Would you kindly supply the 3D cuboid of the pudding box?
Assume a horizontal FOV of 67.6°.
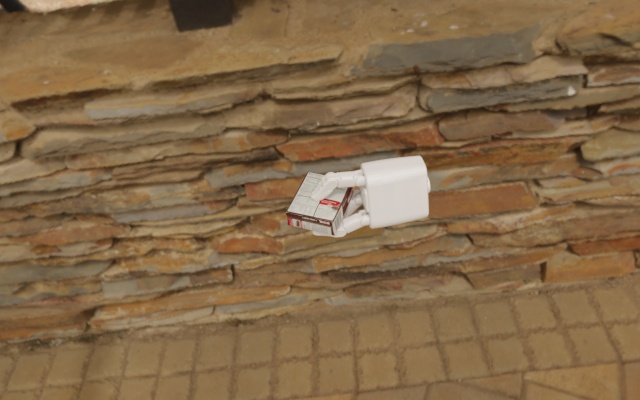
[{"bbox_3d":[0.000,0.003,0.855,0.090,0.039,0.113,11,46,17],"label":"pudding box"}]
